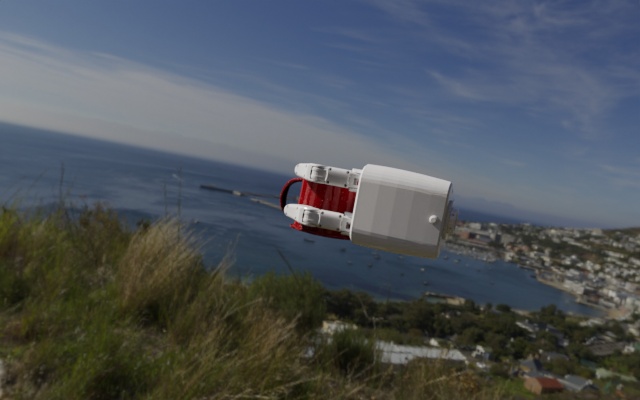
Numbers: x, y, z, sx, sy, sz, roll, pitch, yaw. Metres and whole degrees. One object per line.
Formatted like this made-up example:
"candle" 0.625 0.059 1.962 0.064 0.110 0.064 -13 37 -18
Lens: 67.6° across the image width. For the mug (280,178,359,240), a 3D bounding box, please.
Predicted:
"mug" -0.001 0.002 0.659 0.117 0.081 0.093 12 3 18
